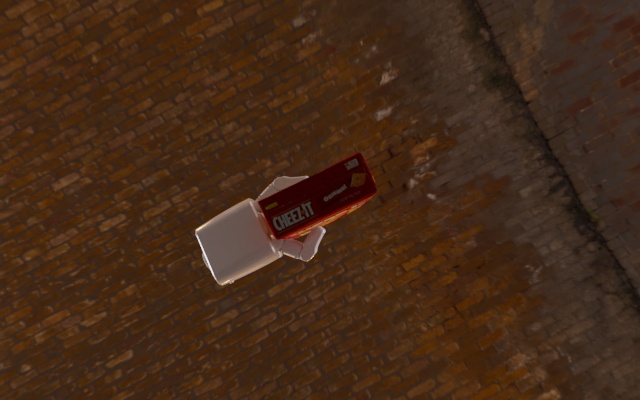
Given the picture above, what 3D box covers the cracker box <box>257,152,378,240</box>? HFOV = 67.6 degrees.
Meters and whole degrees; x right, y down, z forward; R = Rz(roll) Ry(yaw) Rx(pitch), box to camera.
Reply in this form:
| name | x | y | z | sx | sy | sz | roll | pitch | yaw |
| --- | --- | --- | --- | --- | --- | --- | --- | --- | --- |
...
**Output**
| name | x | y | z | sx | sy | sz | roll | pitch | yaw |
| --- | --- | --- | --- | --- | --- | --- | --- | --- | --- |
| cracker box | 0.000 | 0.002 | 0.773 | 0.164 | 0.072 | 0.214 | -26 | -4 | 0 |
